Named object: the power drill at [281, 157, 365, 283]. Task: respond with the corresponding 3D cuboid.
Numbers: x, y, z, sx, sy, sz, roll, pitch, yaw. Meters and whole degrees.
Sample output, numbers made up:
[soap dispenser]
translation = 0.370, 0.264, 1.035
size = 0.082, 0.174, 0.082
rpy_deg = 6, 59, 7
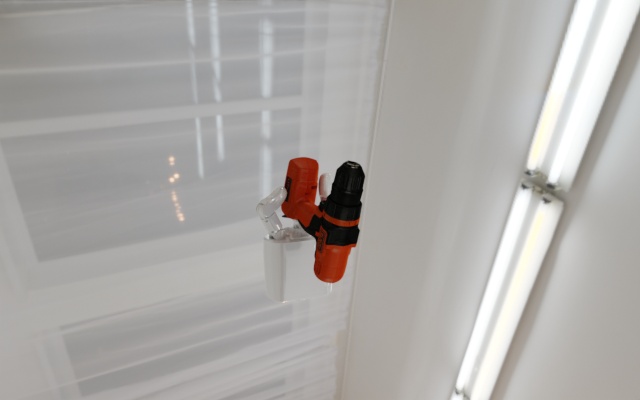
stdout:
[power drill]
translation = 0.000, 0.002, 0.717
size = 0.057, 0.184, 0.187
rpy_deg = 2, 26, -24
